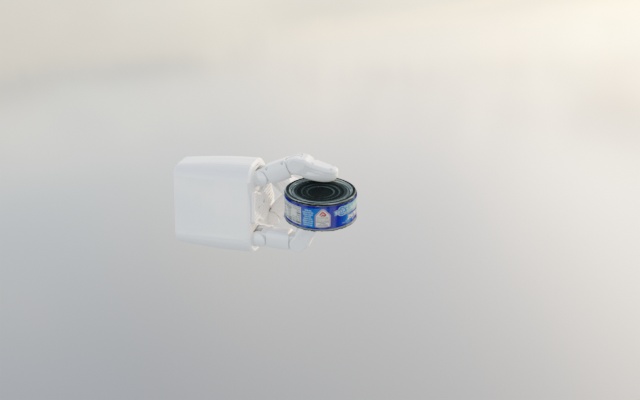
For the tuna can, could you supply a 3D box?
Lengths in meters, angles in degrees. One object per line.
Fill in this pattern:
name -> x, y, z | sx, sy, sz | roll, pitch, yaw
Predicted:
tuna can -> 0.000, 0.001, 0.554 | 0.086, 0.034, 0.086 | 1, 25, 0
